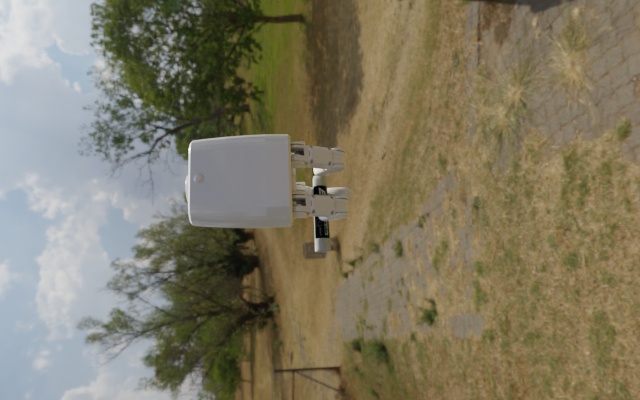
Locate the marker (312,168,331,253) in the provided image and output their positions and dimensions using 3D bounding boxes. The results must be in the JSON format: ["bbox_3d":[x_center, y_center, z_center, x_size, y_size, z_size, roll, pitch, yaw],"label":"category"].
[{"bbox_3d":[0.000,0.002,0.577,0.020,0.121,0.020,-3,-12,-1],"label":"marker"}]
